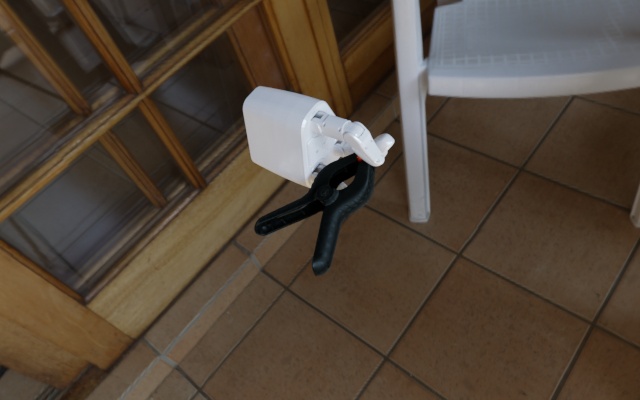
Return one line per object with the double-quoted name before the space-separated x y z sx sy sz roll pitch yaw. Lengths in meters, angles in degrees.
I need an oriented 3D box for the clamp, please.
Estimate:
"clamp" 0.000 0.001 0.581 0.120 0.171 0.039 23 -27 29
